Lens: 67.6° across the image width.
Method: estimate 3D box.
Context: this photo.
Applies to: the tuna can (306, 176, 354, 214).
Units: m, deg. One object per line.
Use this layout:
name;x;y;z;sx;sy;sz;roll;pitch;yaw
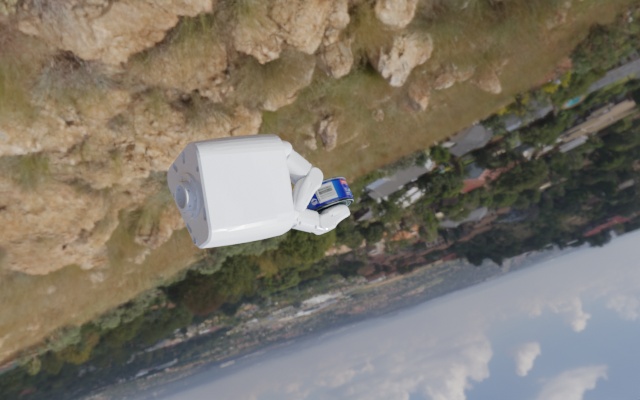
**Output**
tuna can;0.000;0.003;0.634;0.086;0.033;0.086;-22;-12;-5
